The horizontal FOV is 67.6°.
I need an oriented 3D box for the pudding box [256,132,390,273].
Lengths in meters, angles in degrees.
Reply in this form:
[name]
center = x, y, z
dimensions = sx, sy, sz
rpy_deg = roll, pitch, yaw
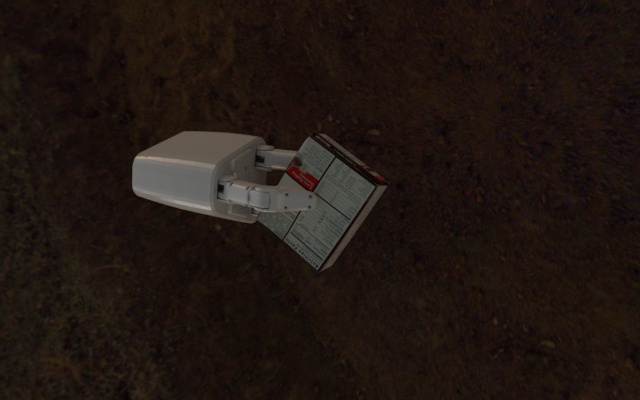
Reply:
[pudding box]
center = 0.000, 0.002, 0.480
dimensions = 0.090, 0.113, 0.039
rpy_deg = 39, 21, 14
